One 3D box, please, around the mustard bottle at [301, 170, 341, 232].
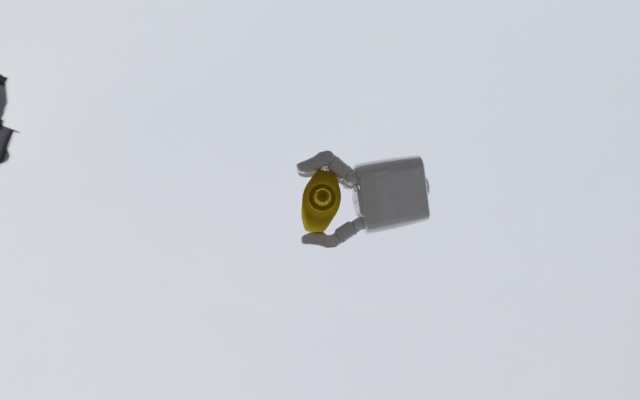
[{"bbox_3d":[0.000,0.002,0.756,0.058,0.096,0.191,13,-6,-2],"label":"mustard bottle"}]
